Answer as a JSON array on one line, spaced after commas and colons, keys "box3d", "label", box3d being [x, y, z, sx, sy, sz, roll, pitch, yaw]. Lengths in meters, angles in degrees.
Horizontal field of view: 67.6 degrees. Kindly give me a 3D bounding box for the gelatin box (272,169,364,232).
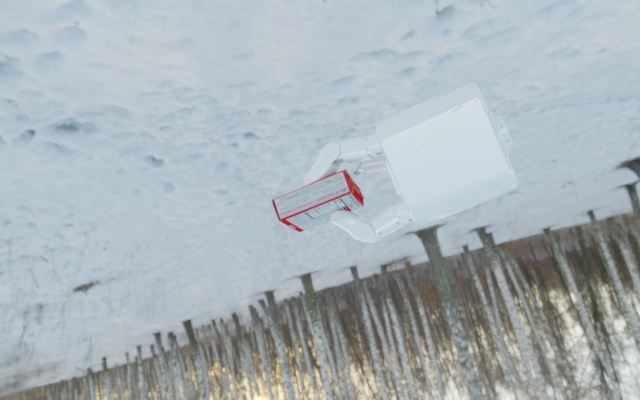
[{"box3d": [0.000, 0.002, 0.537, 0.089, 0.030, 0.073, -23, -17, 9], "label": "gelatin box"}]
